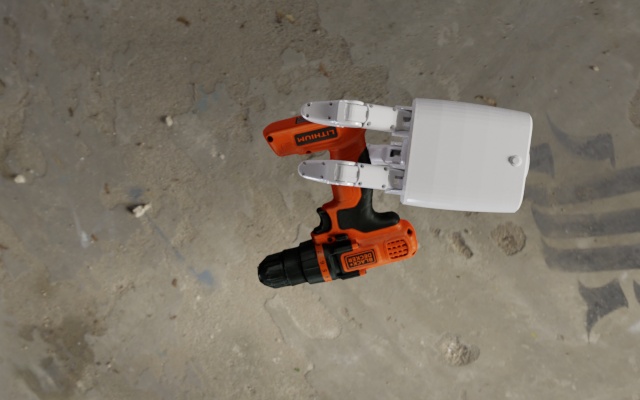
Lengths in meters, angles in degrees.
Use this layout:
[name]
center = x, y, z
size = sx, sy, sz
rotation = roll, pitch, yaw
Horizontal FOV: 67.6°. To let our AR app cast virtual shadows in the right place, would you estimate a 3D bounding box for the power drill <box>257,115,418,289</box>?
[power drill]
center = 0.000, 0.001, 0.517
size = 0.184, 0.188, 0.057
rotation = -15, 22, 3
